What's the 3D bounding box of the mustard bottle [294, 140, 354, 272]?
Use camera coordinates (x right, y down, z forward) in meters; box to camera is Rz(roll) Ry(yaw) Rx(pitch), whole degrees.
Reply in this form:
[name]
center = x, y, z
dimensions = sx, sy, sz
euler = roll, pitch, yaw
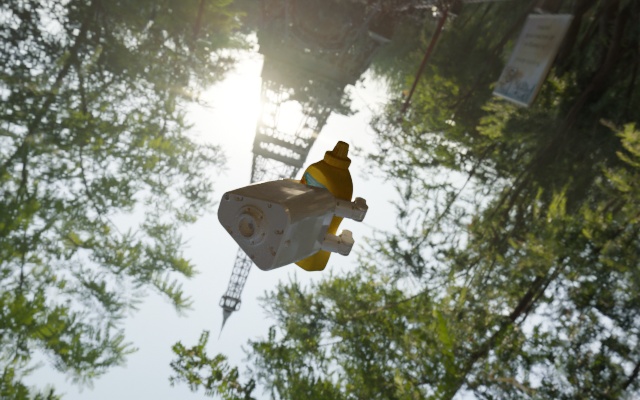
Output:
[mustard bottle]
center = 0.000, 0.003, 0.702
dimensions = 0.058, 0.192, 0.096
euler = 5, 26, -38
